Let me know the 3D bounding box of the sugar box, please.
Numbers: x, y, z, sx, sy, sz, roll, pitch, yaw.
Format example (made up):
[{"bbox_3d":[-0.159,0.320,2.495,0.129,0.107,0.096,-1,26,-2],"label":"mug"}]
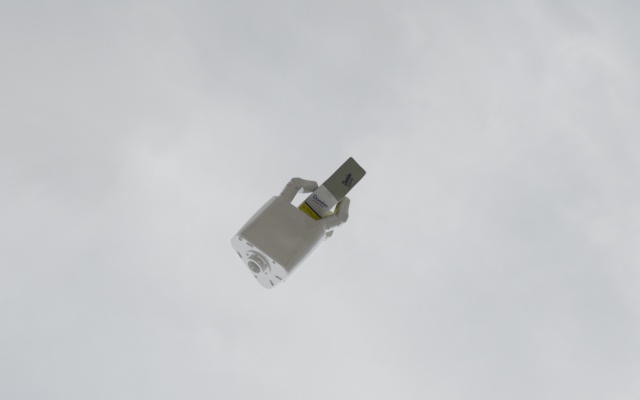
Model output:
[{"bbox_3d":[0.000,0.003,0.835,0.093,0.048,0.176,-45,4,-40],"label":"sugar box"}]
